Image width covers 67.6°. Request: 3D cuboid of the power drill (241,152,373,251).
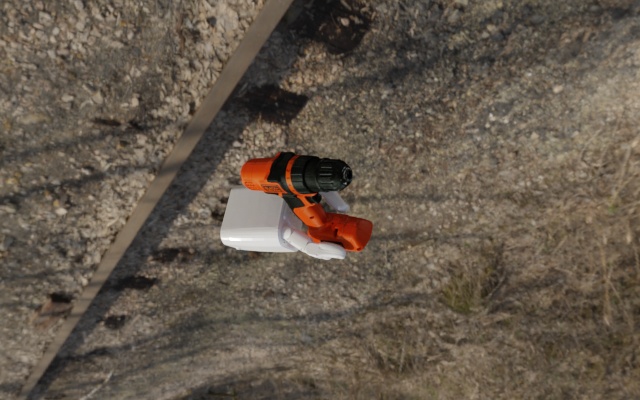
[{"bbox_3d":[0.000,0.003,0.678,0.184,0.057,0.188,5,-32,41],"label":"power drill"}]
